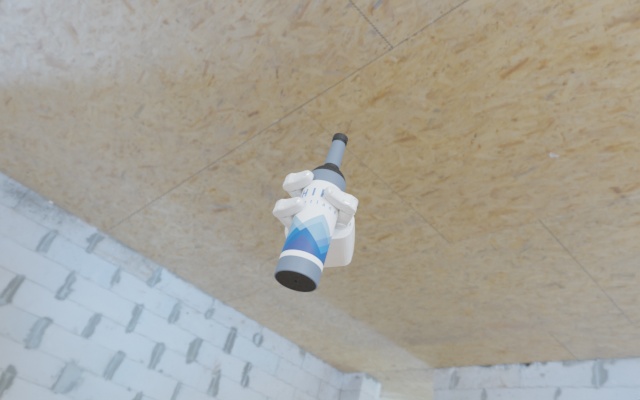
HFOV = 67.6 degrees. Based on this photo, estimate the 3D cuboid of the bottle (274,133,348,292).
[{"bbox_3d":[0.000,0.003,0.777,0.069,0.295,0.069,12,-35,8],"label":"bottle"}]
